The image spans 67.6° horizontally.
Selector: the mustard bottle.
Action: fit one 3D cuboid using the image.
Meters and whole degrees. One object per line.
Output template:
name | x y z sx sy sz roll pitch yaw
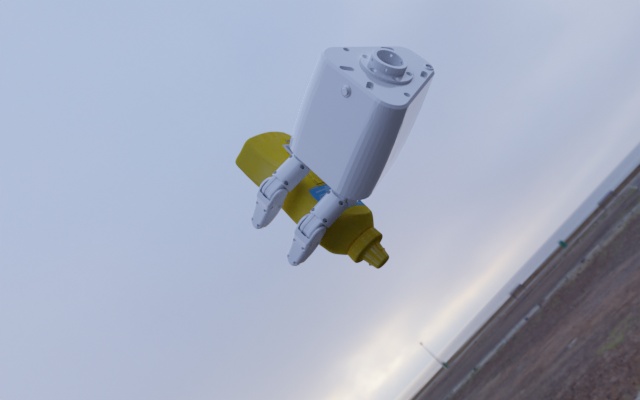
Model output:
mustard bottle | 0.000 0.002 0.519 0.191 0.058 0.096 43 23 21
